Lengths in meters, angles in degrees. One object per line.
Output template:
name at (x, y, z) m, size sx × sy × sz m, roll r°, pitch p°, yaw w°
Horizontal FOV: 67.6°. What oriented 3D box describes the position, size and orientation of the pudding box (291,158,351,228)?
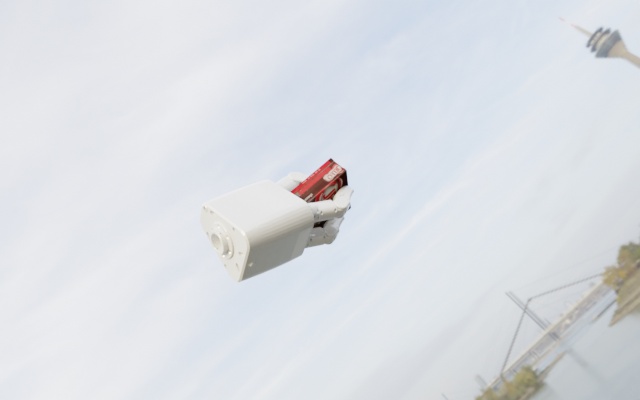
pudding box at (0.000, 0.002, 0.712) m, size 0.090 × 0.039 × 0.114 m, roll -40°, pitch -25°, yaw -15°
